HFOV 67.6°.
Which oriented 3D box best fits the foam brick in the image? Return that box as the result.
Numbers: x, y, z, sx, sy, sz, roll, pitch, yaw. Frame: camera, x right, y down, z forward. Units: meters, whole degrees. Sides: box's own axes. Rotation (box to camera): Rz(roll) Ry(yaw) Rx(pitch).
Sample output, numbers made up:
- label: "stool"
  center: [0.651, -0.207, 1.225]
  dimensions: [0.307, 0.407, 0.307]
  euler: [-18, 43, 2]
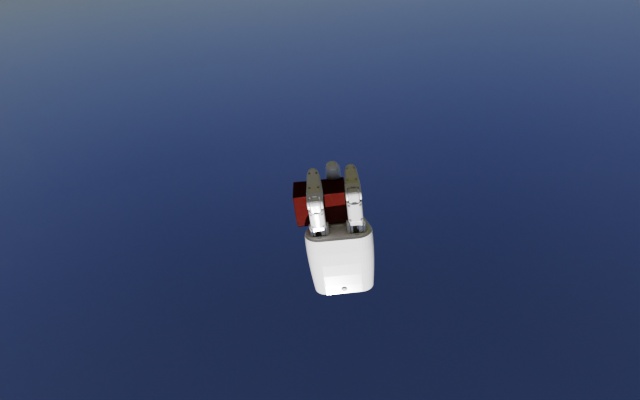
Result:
- label: "foam brick"
  center: [0.000, 0.002, 0.709]
  dimensions: [0.078, 0.051, 0.053]
  euler: [-5, 29, 3]
